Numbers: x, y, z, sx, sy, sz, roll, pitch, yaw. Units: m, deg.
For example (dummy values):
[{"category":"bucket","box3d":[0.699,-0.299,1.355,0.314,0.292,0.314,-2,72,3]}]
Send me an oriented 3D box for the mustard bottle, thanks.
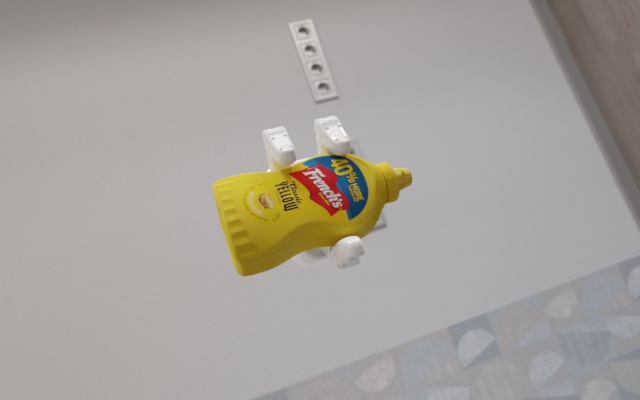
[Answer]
[{"category":"mustard bottle","box3d":[0.000,0.001,0.462,0.191,0.096,0.058,-16,-35,-14]}]
